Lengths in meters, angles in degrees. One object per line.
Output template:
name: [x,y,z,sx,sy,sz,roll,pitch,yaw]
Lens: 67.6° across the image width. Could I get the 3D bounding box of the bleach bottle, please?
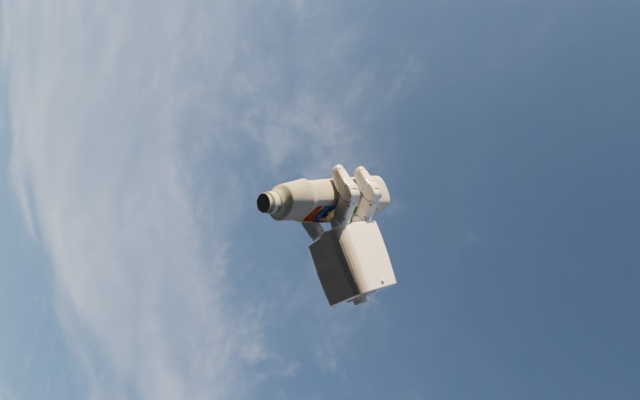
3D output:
bleach bottle: [0.000,0.002,0.755,0.251,0.068,0.102,-3,-22,-47]
